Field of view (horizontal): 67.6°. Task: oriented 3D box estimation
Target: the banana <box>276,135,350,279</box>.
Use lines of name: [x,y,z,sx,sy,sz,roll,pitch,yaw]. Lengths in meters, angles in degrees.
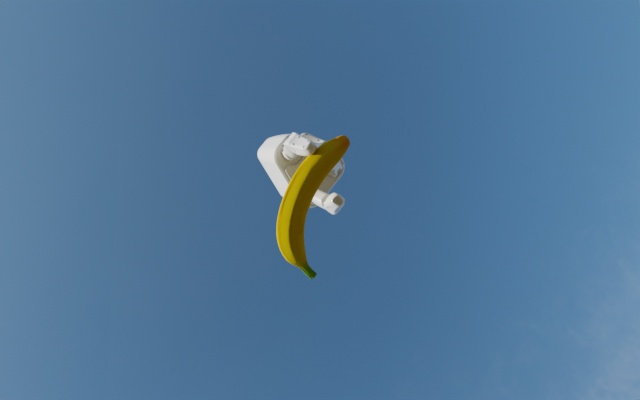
banana: [-0.017,0.001,0.636,0.069,0.198,0.037,15,0,-25]
